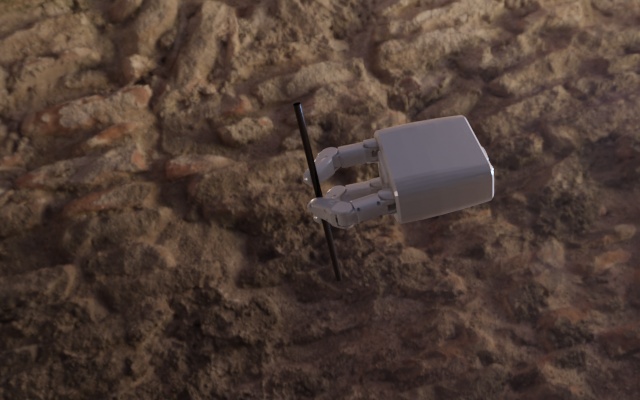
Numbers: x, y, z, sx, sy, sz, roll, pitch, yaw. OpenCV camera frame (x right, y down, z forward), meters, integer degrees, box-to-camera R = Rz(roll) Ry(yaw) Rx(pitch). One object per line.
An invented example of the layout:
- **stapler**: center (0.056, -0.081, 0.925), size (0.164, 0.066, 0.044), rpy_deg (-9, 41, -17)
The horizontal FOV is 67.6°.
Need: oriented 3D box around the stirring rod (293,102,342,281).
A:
- **stirring rod**: center (0.000, 0.002, 0.542), size (0.011, 0.240, 0.011), rpy_deg (-9, 33, 6)
